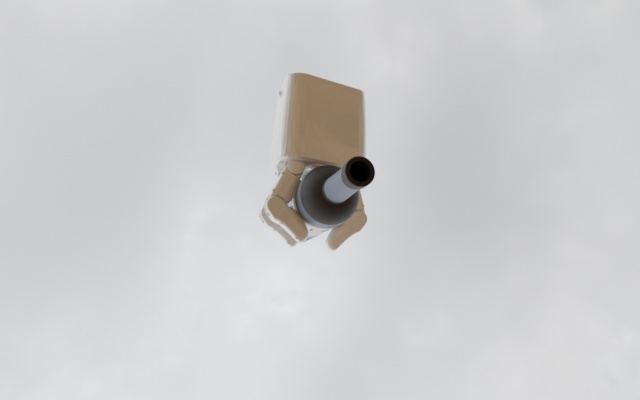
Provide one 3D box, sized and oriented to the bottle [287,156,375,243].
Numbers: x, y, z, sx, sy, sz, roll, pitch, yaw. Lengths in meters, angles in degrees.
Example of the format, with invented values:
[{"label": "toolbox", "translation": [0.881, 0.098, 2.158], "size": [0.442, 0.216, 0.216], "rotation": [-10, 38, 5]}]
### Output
[{"label": "bottle", "translation": [0.000, 0.002, 0.550], "size": [0.069, 0.069, 0.296], "rotation": [0, -11, -14]}]
